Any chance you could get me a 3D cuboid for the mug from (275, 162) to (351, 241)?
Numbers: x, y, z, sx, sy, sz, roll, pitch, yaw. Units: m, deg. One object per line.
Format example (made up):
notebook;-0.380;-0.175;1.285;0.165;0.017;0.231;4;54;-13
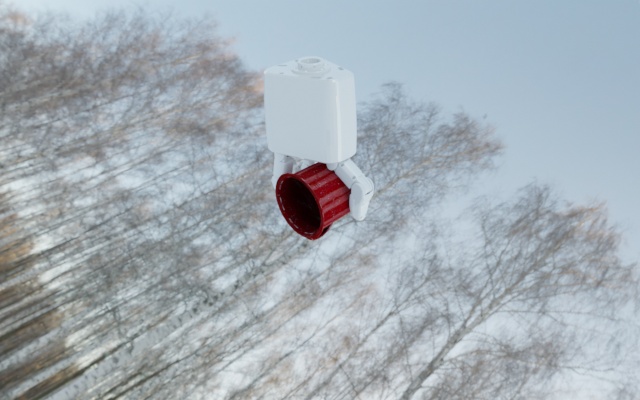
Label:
mug;0.000;0.003;0.647;0.081;0.117;0.093;-29;43;-35
